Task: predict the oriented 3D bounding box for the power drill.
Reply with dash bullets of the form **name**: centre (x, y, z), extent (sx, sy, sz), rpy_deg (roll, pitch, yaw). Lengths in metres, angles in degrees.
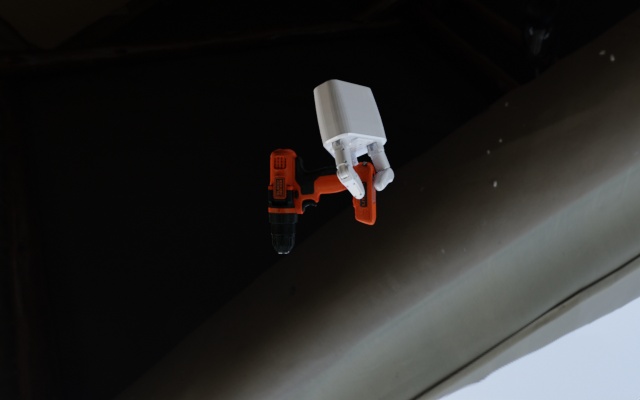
- **power drill**: centre (0.001, 0.002, 0.825), extent (0.187, 0.184, 0.057), rpy_deg (1, 5, 11)
